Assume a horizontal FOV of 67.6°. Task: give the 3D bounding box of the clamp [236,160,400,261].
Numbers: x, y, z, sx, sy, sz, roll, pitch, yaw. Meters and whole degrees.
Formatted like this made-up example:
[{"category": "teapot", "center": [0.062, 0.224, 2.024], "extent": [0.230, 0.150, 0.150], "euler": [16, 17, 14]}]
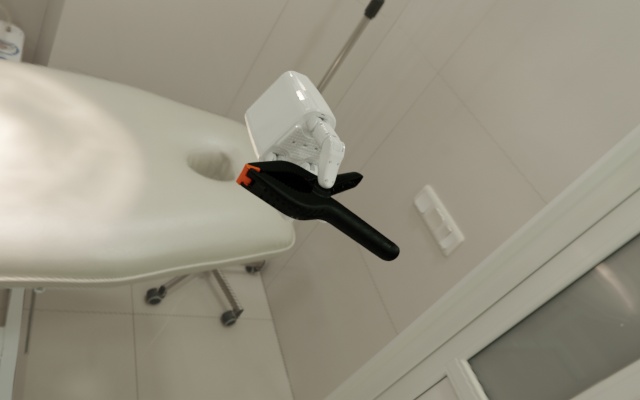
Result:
[{"category": "clamp", "center": [0.000, 0.001, 0.589], "extent": [0.210, 0.036, 0.164], "euler": [12, 34, -35]}]
